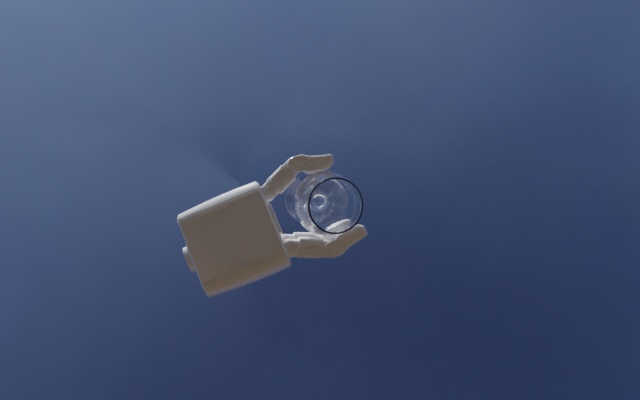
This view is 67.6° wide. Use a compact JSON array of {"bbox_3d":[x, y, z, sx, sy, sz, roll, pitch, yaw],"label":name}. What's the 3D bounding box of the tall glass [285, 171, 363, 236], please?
[{"bbox_3d":[0.000,0.002,0.613,0.079,0.079,0.201,0,2,-10],"label":"tall glass"}]
